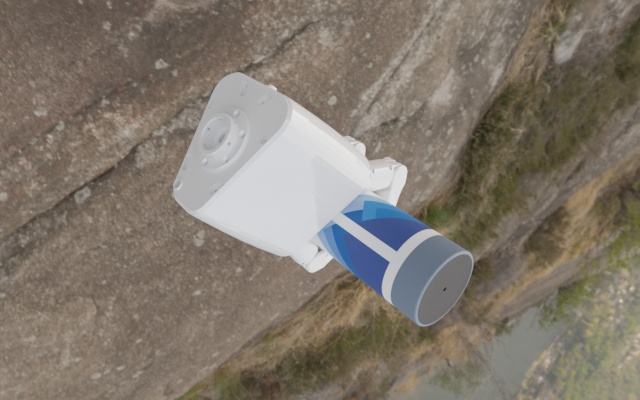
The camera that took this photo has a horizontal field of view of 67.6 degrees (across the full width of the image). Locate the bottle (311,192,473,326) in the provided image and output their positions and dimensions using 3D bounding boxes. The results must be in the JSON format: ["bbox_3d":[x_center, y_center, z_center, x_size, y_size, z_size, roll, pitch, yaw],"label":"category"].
[{"bbox_3d":[0.000,0.002,0.448,0.069,0.069,0.295,0,26,-45],"label":"bottle"}]
